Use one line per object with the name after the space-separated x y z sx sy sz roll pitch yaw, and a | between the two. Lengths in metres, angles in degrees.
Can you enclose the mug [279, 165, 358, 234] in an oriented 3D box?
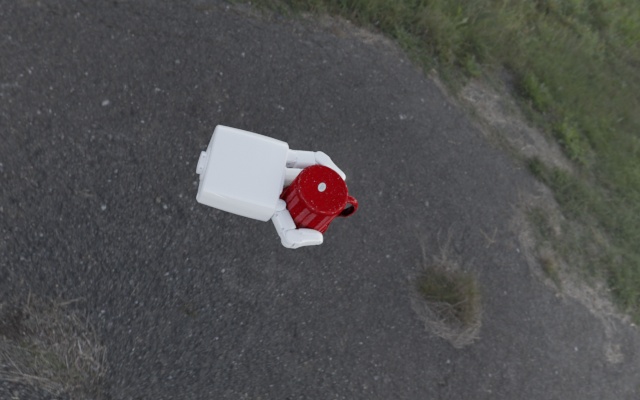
0.002 0.003 0.708 0.117 0.093 0.081 14 -29 -19 | mug
